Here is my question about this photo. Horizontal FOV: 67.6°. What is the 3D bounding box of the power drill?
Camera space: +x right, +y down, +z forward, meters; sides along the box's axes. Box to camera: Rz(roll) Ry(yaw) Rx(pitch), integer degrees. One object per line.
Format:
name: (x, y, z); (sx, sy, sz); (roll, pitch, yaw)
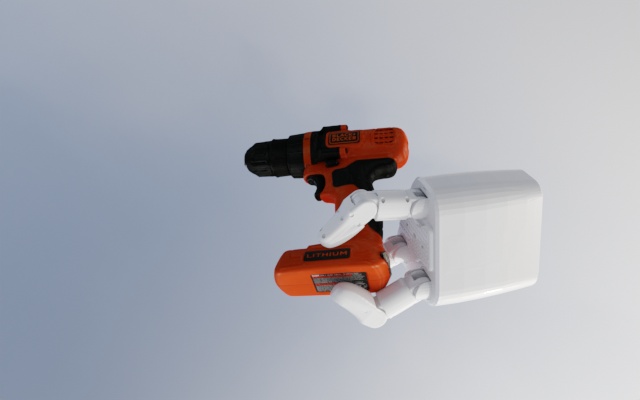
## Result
power drill: (0.000, 0.002, 0.488); (0.184, 0.187, 0.057); (-5, -36, 12)
